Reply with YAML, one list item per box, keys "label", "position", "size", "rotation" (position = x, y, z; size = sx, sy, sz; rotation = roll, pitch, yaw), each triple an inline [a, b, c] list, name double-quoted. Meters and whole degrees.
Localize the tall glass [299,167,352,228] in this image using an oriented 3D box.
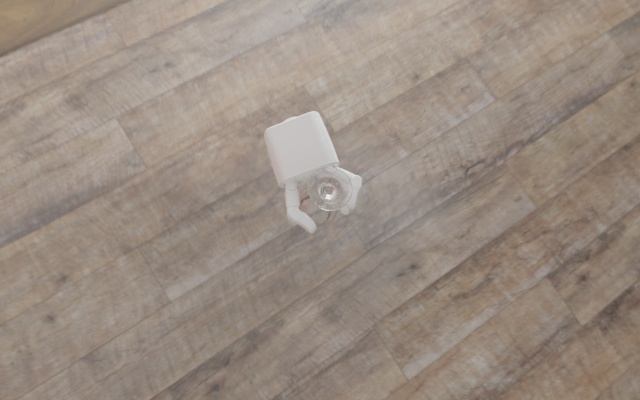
- label: "tall glass"
  position: [0.000, 0.003, 0.870]
  size: [0.079, 0.079, 0.201]
  rotation: [0, -13, -9]
